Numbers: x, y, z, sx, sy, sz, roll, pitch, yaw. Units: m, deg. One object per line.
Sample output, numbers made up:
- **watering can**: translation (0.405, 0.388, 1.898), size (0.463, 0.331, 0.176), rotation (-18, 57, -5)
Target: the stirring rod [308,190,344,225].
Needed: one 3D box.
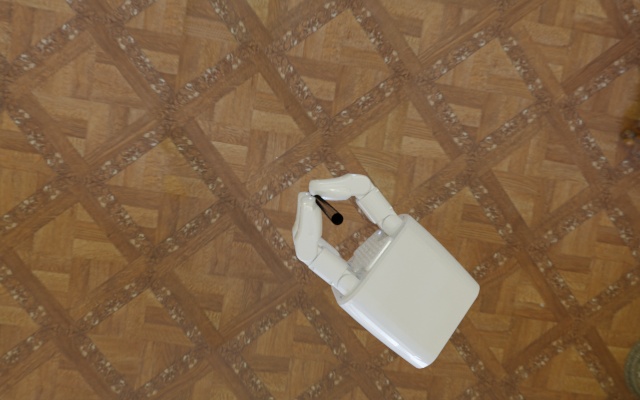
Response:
- **stirring rod**: translation (0.000, 0.001, 0.426), size (0.011, 0.011, 0.239), rotation (0, 5, -5)
